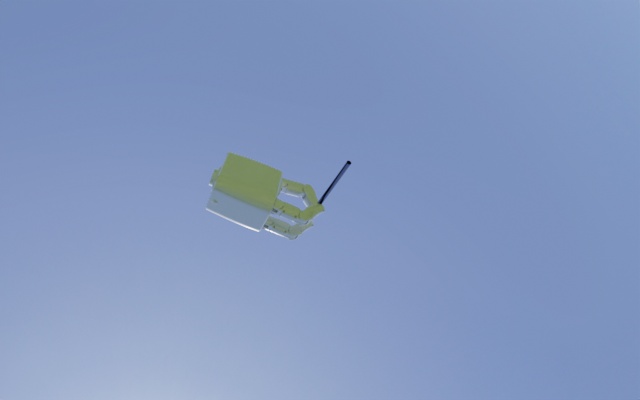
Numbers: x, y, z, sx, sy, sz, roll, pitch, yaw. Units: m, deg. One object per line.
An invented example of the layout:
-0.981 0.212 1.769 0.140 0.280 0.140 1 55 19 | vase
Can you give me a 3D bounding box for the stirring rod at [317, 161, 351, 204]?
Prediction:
0.000 0.003 0.849 0.011 0.011 0.240 0 -32 -26 | stirring rod
